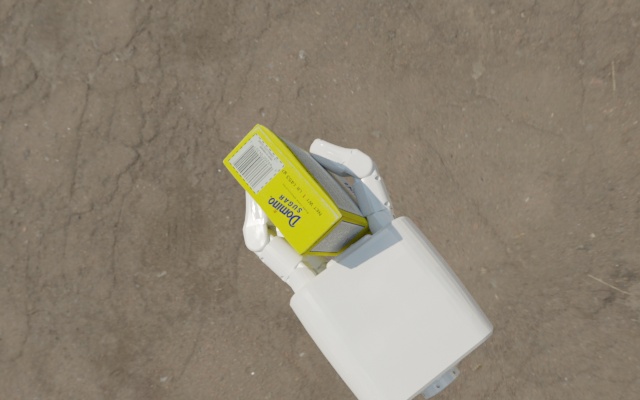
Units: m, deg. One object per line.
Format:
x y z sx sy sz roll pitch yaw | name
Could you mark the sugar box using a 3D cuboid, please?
0.000 0.002 0.401 0.048 0.093 0.176 -43 -19 7 | sugar box
